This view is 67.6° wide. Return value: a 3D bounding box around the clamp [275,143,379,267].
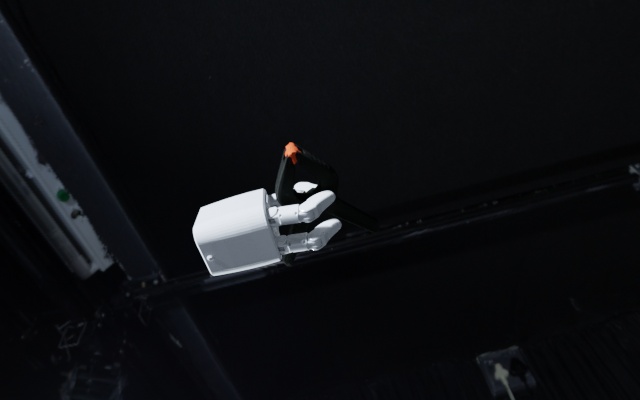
[{"bbox_3d":[0.000,0.002,0.717,0.164,0.210,0.036,-17,38,-4],"label":"clamp"}]
